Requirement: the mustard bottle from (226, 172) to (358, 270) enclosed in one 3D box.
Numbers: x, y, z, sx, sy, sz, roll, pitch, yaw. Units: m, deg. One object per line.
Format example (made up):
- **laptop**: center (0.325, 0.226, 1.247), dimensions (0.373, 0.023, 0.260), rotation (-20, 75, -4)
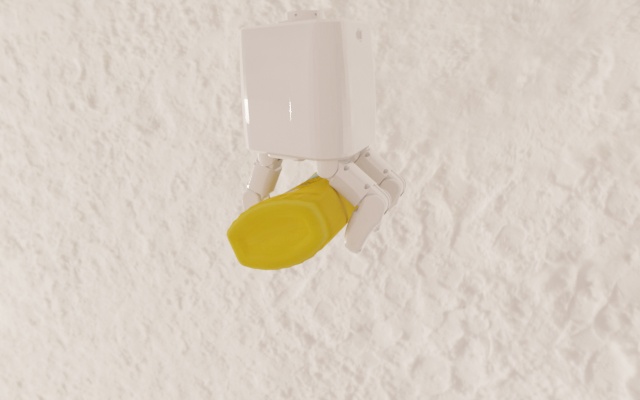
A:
- **mustard bottle**: center (0.000, 0.002, 0.458), dimensions (0.096, 0.058, 0.191), rotation (-21, 7, 29)
